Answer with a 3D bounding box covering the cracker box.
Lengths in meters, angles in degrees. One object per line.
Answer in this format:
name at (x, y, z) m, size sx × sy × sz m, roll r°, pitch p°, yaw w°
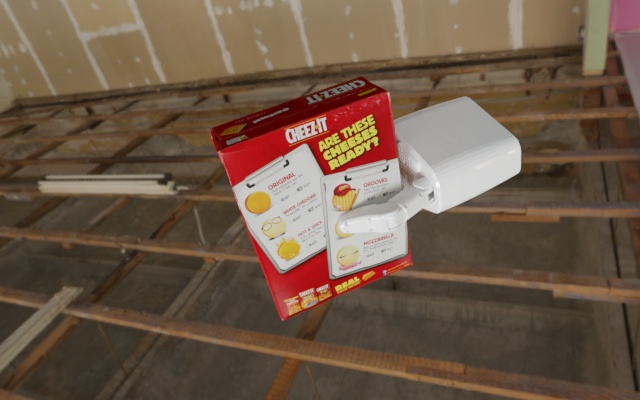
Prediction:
cracker box at (0.000, 0.002, 0.498) m, size 0.164 × 0.214 × 0.072 m, roll -21°, pitch 33°, yaw -10°
